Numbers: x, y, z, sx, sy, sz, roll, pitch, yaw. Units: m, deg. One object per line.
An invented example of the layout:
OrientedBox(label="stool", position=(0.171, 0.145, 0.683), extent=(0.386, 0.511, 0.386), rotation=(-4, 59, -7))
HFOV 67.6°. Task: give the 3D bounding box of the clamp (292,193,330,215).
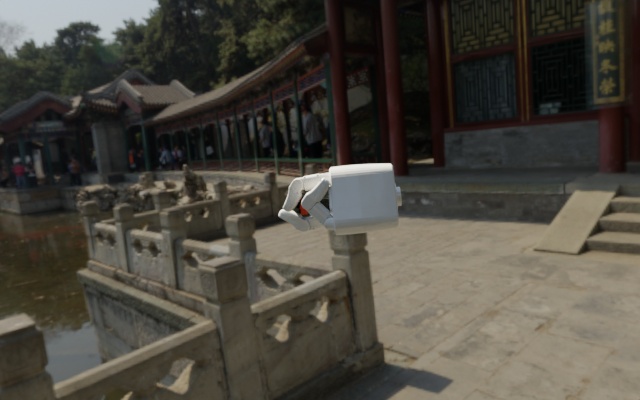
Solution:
OrientedBox(label="clamp", position=(0.000, 0.002, 0.888), extent=(0.120, 0.039, 0.171), rotation=(-6, 8, 4))
